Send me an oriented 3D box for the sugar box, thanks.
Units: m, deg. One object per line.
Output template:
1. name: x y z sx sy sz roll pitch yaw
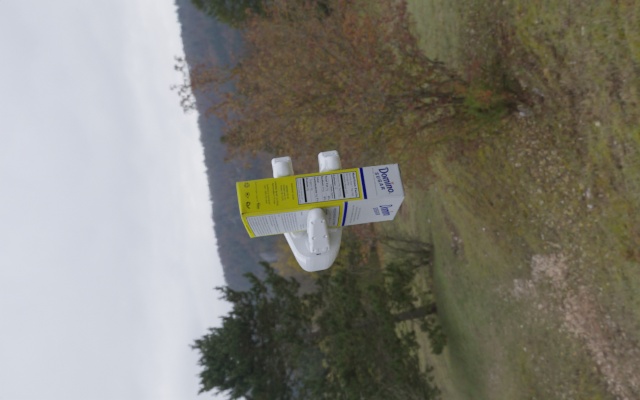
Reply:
1. sugar box: 0.000 0.001 0.543 0.176 0.048 0.093 -9 -18 -4
